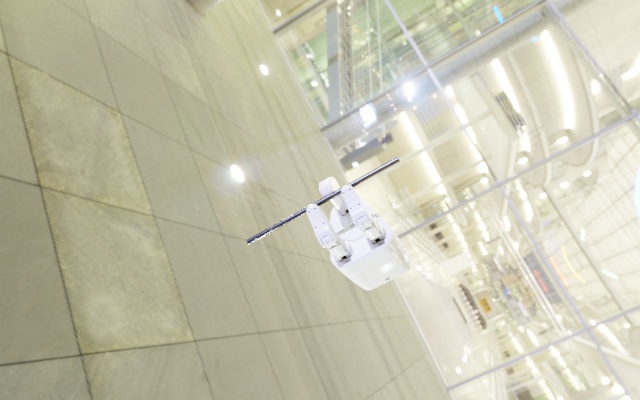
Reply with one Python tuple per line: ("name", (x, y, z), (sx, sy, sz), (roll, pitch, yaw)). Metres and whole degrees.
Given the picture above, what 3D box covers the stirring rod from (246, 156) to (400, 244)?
("stirring rod", (0.000, 0.002, 0.653), (0.239, 0.011, 0.011), (-29, -6, 12))
